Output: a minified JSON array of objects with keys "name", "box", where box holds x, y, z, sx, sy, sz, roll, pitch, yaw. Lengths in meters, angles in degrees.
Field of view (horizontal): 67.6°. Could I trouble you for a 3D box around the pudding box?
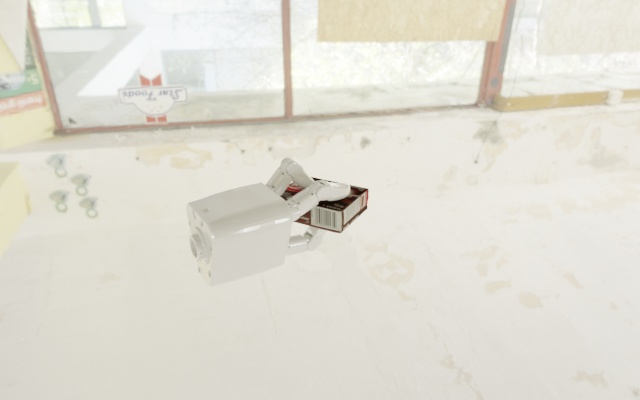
[{"name":"pudding box","box":[0.000,0.002,0.683,0.113,0.039,0.090,15,29,24]}]
